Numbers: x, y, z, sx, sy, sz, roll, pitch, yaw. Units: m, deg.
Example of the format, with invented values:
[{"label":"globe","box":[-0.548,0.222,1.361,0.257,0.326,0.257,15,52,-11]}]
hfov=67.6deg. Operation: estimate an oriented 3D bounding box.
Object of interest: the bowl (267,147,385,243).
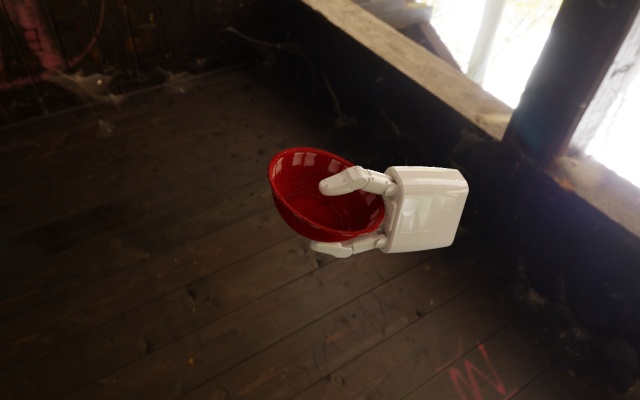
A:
[{"label":"bowl","box":[-0.001,0.002,0.621,0.162,0.055,0.162,18,38,-14]}]
